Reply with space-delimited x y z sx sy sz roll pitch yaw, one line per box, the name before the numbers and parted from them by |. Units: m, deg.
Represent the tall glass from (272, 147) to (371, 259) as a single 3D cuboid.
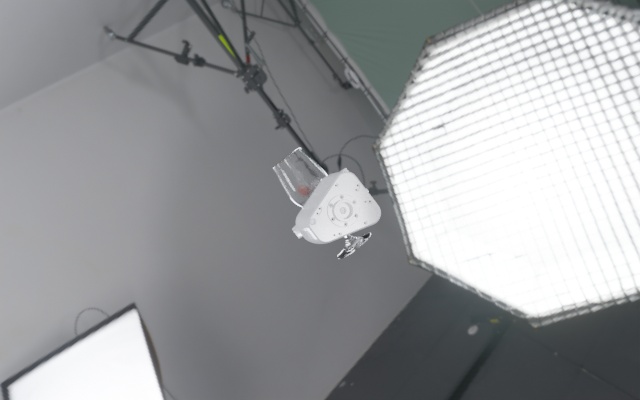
tall glass | 0.000 0.003 0.846 0.079 0.201 0.079 -37 5 4
